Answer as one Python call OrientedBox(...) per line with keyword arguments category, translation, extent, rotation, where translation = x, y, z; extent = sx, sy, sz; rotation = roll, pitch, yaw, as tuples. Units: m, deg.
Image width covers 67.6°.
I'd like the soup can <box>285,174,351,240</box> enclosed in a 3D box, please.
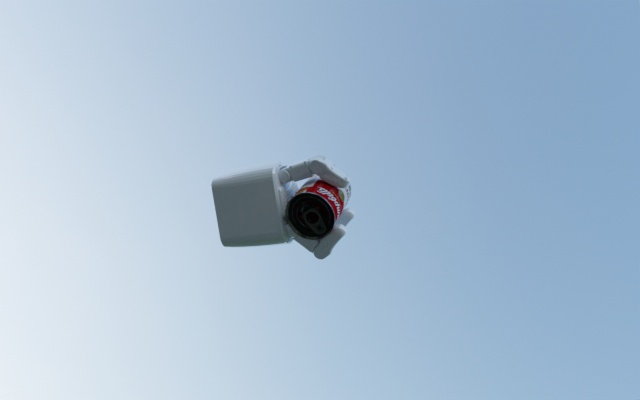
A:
OrientedBox(category="soup can", translation=(0.001, 0.002, 0.664), extent=(0.068, 0.068, 0.102), rotation=(0, 22, 18))
